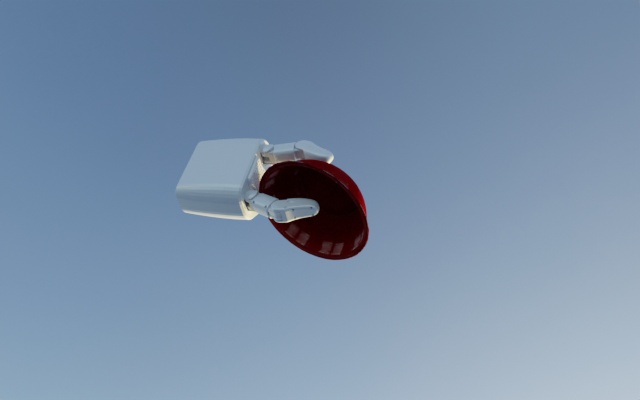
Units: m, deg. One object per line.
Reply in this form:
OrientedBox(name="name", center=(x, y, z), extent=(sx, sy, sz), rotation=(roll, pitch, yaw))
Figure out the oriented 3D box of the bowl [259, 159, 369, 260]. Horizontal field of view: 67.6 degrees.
OrientedBox(name="bowl", center=(0.001, 0.002, 0.633), extent=(0.162, 0.162, 0.055), rotation=(0, 37, 36))
